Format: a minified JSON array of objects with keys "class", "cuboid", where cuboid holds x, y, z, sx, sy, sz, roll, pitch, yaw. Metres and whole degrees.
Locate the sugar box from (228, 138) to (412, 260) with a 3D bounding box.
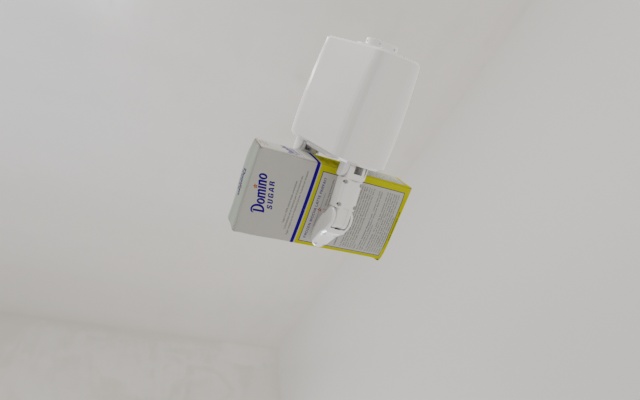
[{"class":"sugar box","cuboid":[0.000,0.001,0.509,0.176,0.093,0.048,15,16,-22]}]
